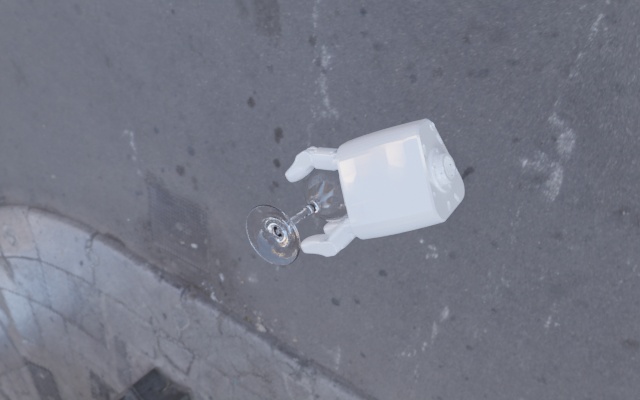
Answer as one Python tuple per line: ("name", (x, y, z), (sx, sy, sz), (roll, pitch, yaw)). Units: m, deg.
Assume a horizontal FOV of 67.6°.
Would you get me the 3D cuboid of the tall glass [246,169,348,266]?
("tall glass", (0.000, 0.002, 0.601), (0.079, 0.079, 0.201), (0, 22, 35))
